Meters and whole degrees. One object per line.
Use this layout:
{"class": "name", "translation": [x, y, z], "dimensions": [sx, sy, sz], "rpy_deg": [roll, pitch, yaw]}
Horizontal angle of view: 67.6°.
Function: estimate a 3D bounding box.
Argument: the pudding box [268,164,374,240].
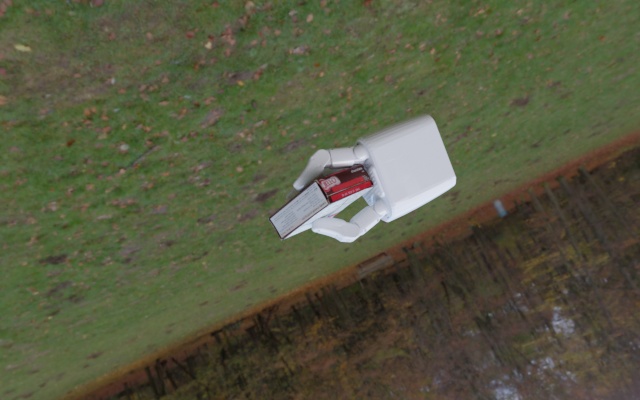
{"class": "pudding box", "translation": [0.000, 0.002, 0.607], "dimensions": [0.090, 0.039, 0.113], "rpy_deg": [-20, -14, -45]}
